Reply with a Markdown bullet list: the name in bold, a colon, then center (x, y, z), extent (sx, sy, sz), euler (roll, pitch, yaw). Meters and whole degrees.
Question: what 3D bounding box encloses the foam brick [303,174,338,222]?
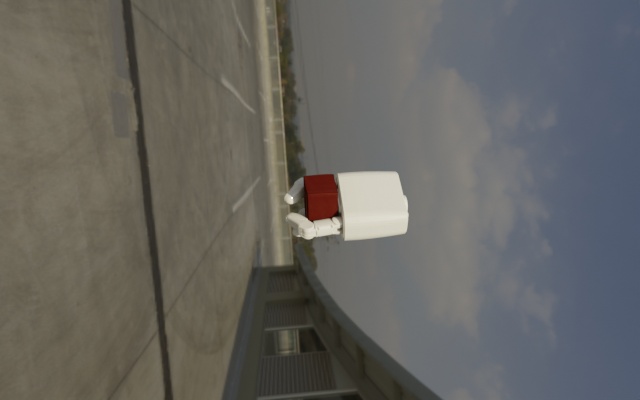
- **foam brick**: center (0.000, 0.002, 0.780), extent (0.051, 0.078, 0.053), euler (-4, 38, -4)
